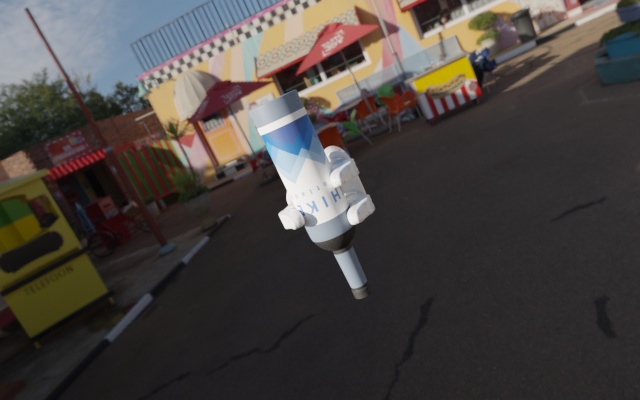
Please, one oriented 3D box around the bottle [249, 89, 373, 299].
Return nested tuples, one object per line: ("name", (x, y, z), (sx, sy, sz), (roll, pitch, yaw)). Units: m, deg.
("bottle", (0.000, 0.002, 0.640), (0.069, 0.296, 0.069), (-24, 13, 6))
